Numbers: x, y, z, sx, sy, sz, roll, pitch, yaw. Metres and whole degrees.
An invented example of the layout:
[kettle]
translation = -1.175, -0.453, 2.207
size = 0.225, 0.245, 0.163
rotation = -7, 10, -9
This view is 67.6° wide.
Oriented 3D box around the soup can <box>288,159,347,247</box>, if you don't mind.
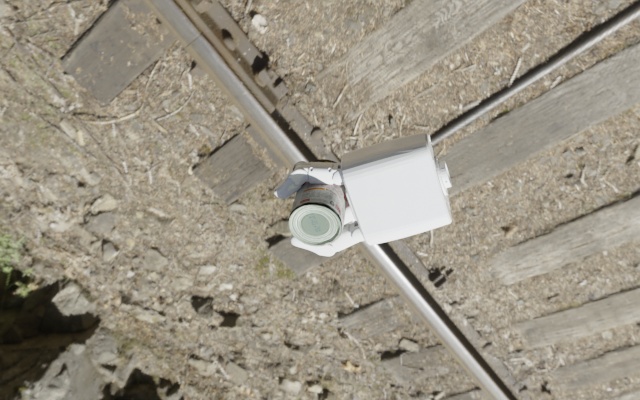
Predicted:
[soup can]
translation = 0.000, 0.002, 0.612
size = 0.068, 0.069, 0.102
rotation = 0, 35, 9
